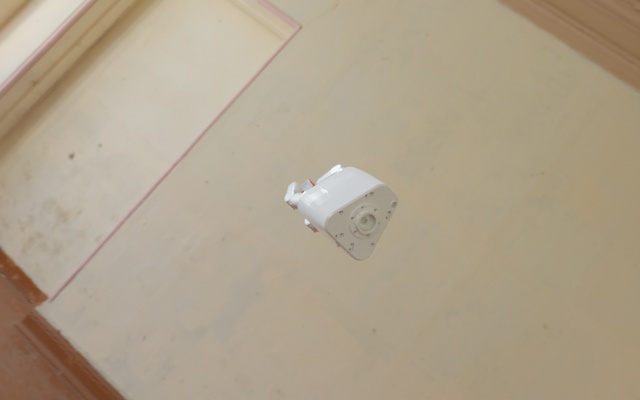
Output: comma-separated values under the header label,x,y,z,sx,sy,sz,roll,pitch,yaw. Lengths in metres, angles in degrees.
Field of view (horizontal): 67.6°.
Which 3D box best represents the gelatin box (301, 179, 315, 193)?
label,x,y,z,sx,sy,sz,roll,pitch,yaw
gelatin box,0.000,0.002,0.817,0.073,0.030,0.089,44,2,-13
